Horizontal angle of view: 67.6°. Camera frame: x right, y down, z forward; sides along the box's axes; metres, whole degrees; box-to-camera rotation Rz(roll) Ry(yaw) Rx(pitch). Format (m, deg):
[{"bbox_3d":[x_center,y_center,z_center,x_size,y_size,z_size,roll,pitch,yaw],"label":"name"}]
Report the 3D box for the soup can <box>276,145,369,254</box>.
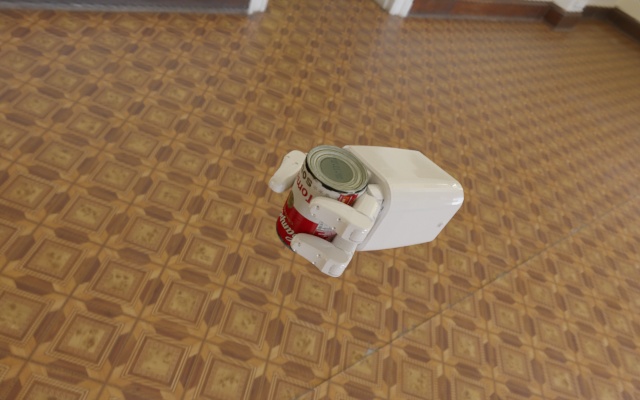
[{"bbox_3d":[0.000,0.001,0.496,0.068,0.068,0.102,0,-42,-27],"label":"soup can"}]
